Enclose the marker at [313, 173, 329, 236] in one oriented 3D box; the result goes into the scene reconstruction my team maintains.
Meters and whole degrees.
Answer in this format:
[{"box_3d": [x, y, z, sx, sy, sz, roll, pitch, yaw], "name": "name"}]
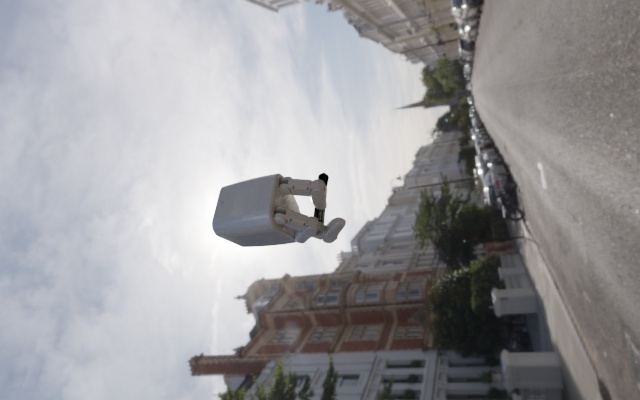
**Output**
[{"box_3d": [0.000, 0.003, 0.786, 0.020, 0.121, 0.020, 4, -37, 3], "name": "marker"}]
